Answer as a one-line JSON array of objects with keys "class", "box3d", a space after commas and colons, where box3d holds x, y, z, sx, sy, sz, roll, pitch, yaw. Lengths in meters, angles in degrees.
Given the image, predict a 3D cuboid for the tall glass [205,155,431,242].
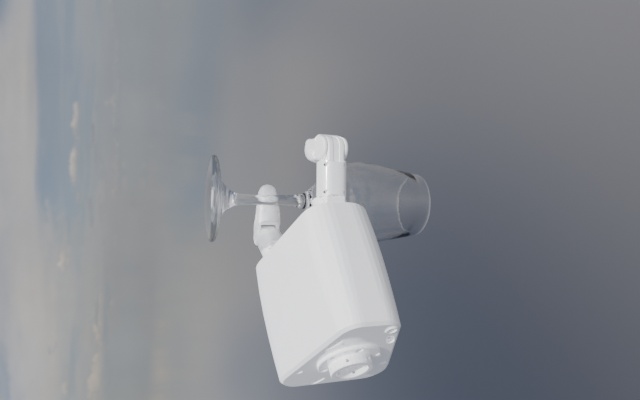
[{"class": "tall glass", "box3d": [-0.001, 0.001, 0.441, 0.201, 0.079, 0.079, 2, -1, -21]}]
